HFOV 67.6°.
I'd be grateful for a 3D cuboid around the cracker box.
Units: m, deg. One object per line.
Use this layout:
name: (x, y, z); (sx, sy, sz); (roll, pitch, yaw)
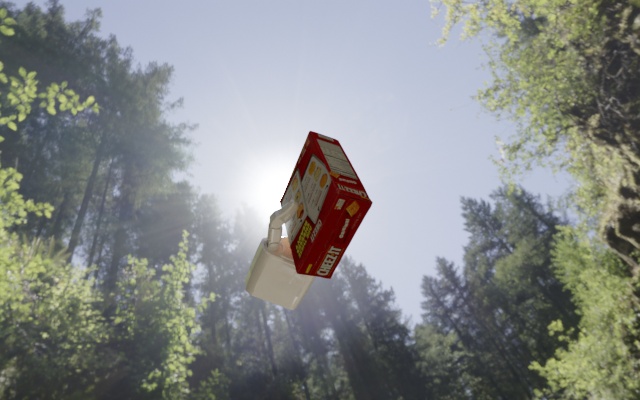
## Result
cracker box: (0.000, 0.003, 0.826); (0.072, 0.164, 0.213); (14, 29, -23)
